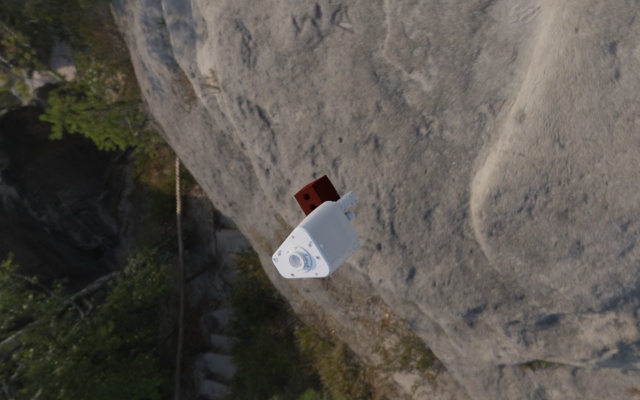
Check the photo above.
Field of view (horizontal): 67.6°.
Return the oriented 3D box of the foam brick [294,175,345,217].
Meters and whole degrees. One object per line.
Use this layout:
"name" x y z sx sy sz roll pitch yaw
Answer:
"foam brick" 0.000 0.003 0.871 0.053 0.078 0.051 -29 5 42
